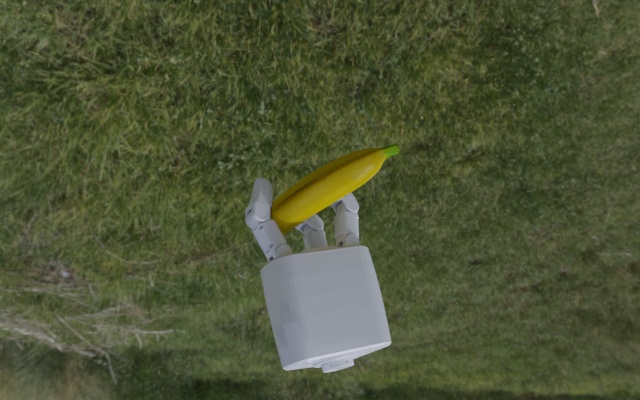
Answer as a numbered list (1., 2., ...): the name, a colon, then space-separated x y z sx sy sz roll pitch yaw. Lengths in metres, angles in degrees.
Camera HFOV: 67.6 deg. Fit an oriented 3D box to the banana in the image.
1. banana: -0.006 -0.002 0.511 0.198 0.037 0.069 -31 -21 23
